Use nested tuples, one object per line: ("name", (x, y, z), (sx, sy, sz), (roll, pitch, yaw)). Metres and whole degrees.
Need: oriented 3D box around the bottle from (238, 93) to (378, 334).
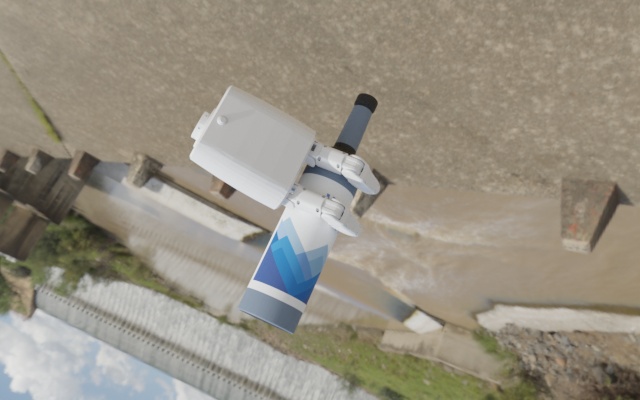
("bottle", (0.000, 0.002, 0.553), (0.069, 0.295, 0.069), (23, -17, 7))
